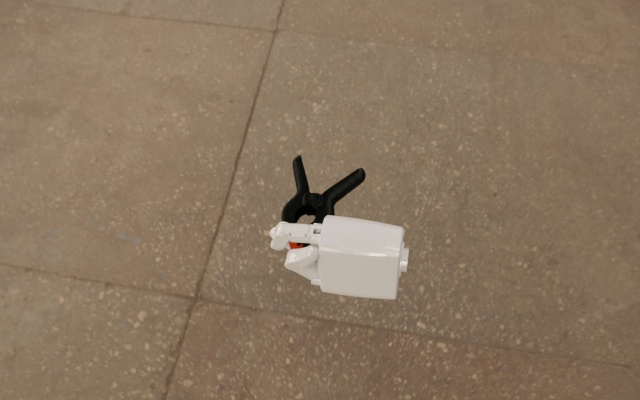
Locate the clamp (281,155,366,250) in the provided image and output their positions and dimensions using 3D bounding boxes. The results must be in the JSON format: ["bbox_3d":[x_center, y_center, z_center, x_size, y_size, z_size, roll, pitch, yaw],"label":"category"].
[{"bbox_3d":[0.000,0.002,0.722,0.120,0.171,0.039,3,-34,16],"label":"clamp"}]
